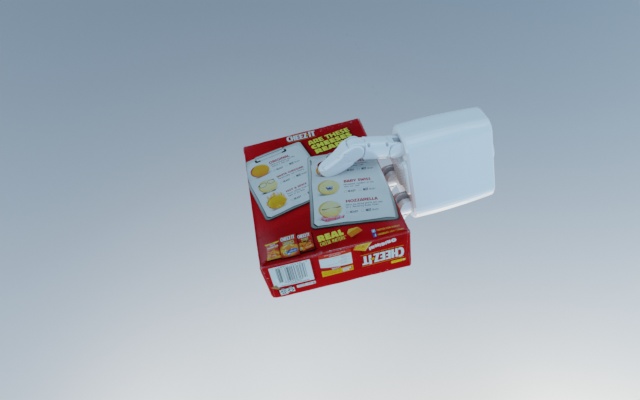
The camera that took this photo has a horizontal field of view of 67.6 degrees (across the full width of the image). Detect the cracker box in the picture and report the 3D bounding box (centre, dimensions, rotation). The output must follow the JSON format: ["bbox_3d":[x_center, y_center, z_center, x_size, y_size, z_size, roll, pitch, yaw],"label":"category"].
[{"bbox_3d":[0.000,0.002,0.589,0.164,0.072,0.213,-14,44,-2],"label":"cracker box"}]
